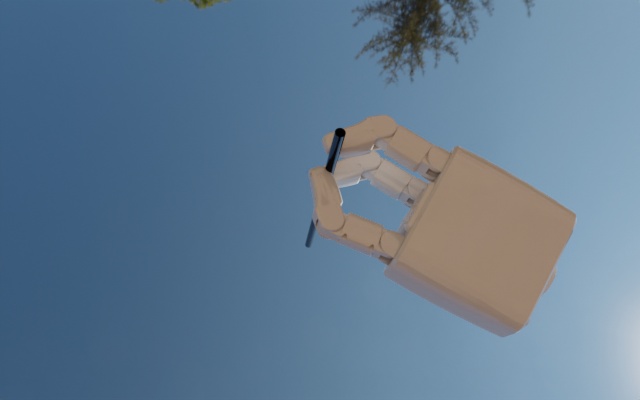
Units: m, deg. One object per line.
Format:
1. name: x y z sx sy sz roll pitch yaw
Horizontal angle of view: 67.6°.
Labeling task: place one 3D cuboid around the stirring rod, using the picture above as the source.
1. stirring rod: 0.000 0.001 0.448 0.011 0.011 0.240 0 -24 -7
